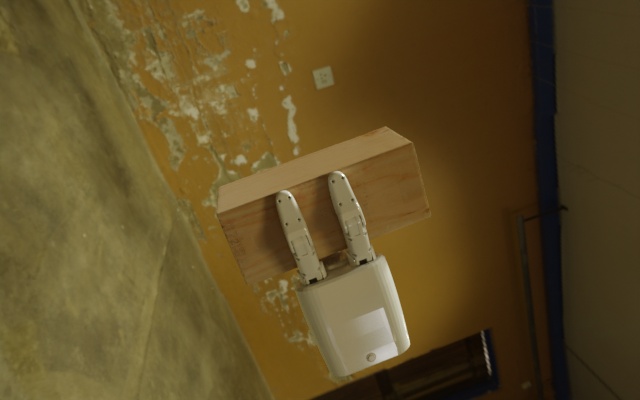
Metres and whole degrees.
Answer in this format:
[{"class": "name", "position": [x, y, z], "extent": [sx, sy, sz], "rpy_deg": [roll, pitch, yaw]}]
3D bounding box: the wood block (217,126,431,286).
[{"class": "wood block", "position": [0.000, 0.002, 0.524], "extent": [0.206, 0.090, 0.090], "rpy_deg": [-20, 21, -4]}]
